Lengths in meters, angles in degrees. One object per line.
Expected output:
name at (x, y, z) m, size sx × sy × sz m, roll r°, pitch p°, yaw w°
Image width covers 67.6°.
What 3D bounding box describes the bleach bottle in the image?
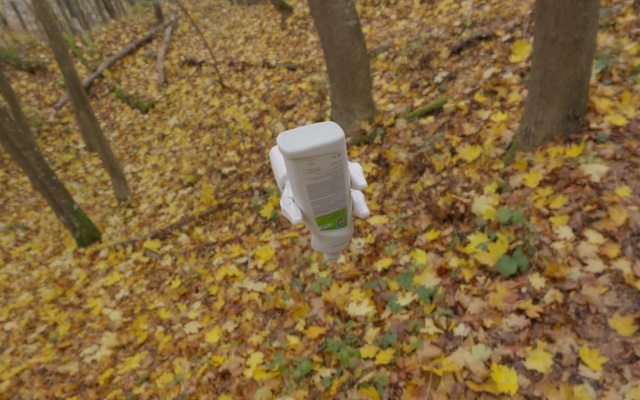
bleach bottle at (0.000, 0.002, 0.772) m, size 0.102 × 0.251 × 0.068 m, roll -16°, pitch 38°, yaw -10°
